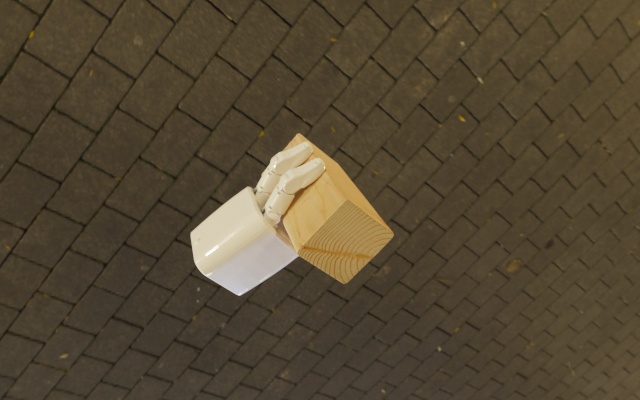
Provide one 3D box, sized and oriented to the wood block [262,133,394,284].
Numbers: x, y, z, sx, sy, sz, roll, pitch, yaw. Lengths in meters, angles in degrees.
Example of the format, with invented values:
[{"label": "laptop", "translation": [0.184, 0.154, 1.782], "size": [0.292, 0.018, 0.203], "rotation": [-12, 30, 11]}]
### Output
[{"label": "wood block", "translation": [0.000, 0.003, 0.645], "size": [0.091, 0.090, 0.206], "rotation": [37, 12, -33]}]
